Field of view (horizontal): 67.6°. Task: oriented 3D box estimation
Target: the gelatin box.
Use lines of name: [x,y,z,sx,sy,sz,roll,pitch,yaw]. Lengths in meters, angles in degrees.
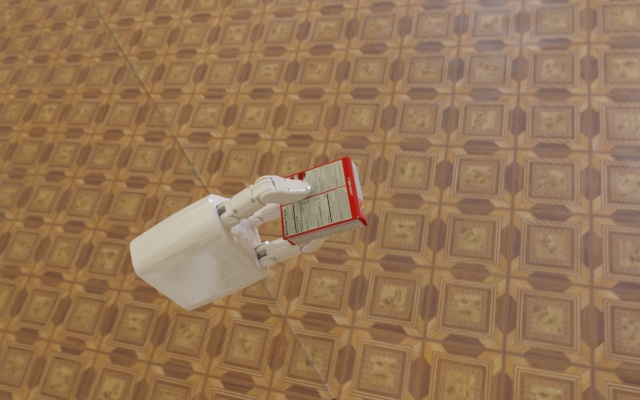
gelatin box: [0.000,0.001,0.512,0.089,0.073,0.030,-18,-27,19]
